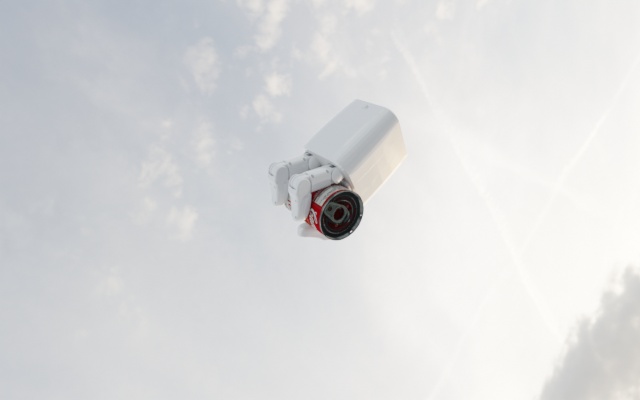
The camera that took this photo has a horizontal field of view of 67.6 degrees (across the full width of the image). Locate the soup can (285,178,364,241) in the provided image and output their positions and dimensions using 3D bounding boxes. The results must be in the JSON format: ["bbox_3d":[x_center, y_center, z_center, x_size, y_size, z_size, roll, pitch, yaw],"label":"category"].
[{"bbox_3d":[0.000,0.002,0.639,0.068,0.068,0.102,0,20,-36],"label":"soup can"}]
